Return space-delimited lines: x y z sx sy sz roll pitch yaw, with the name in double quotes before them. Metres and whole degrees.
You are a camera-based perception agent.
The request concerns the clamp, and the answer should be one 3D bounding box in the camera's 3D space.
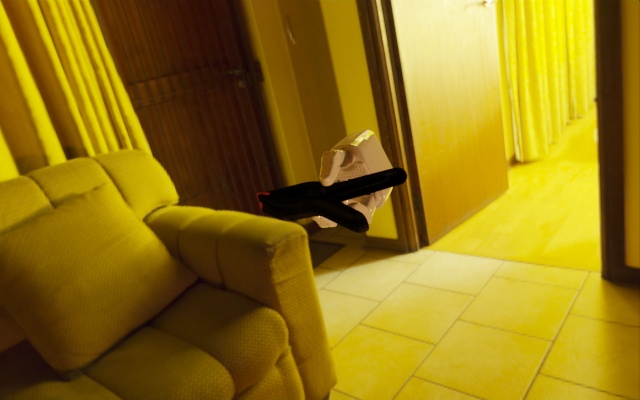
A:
"clamp" -0.001 0.001 0.644 0.210 0.036 0.164 -5 21 23
